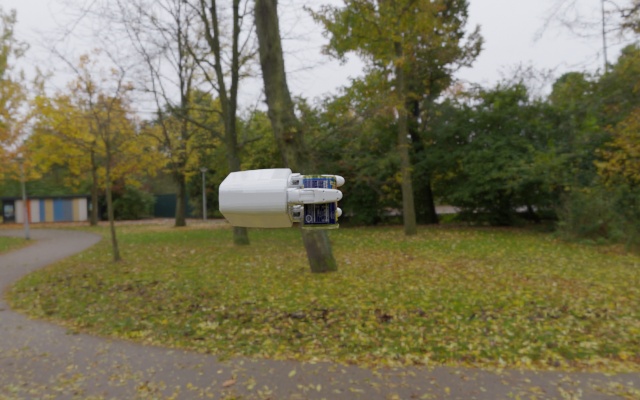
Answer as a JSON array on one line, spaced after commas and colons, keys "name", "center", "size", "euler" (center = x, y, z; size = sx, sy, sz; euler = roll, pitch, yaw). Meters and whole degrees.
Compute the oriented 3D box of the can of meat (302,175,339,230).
[{"name": "can of meat", "center": [0.000, 0.002, 0.776], "size": [0.057, 0.084, 0.102], "euler": [-2, 0, 4]}]
